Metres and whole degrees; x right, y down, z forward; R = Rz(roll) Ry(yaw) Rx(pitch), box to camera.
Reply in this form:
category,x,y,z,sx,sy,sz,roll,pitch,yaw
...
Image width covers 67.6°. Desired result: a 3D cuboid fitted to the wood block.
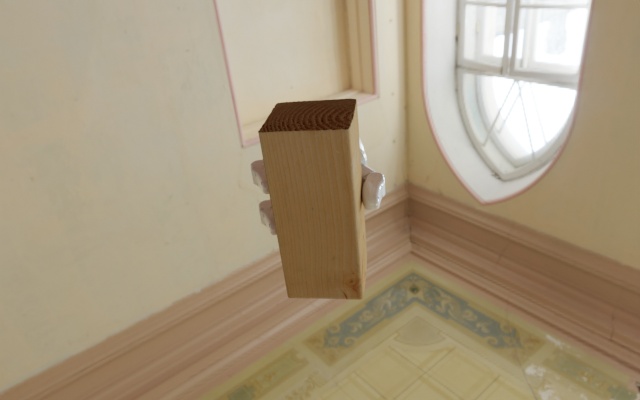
category,x,y,z,sx,sy,sz,roll,pitch,yaw
wood block,0.000,0.002,0.532,0.091,0.206,0.090,-1,30,10
